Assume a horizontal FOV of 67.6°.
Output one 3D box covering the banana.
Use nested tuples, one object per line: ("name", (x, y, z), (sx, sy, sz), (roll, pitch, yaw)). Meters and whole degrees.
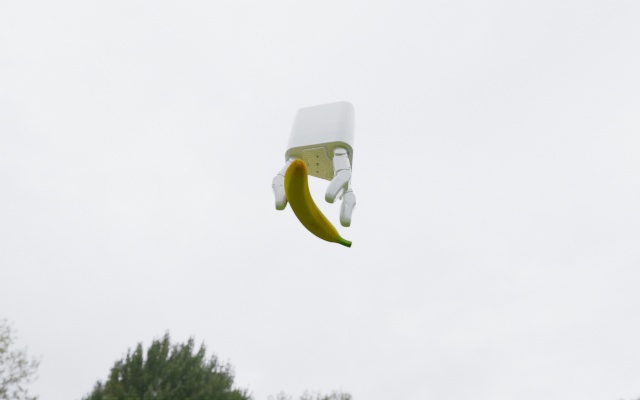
("banana", (-0.015, 0.006, 0.723), (0.069, 0.037, 0.198), (-6, -41, 28))
